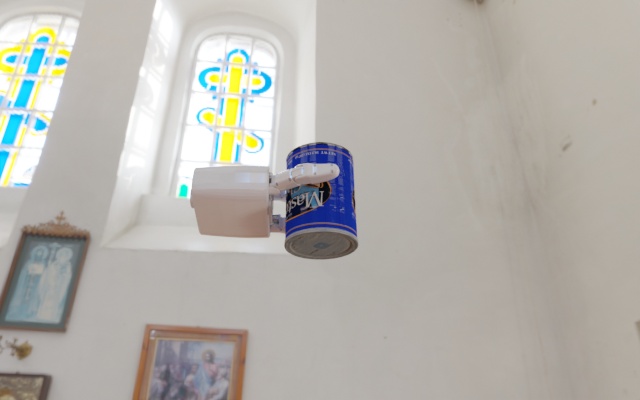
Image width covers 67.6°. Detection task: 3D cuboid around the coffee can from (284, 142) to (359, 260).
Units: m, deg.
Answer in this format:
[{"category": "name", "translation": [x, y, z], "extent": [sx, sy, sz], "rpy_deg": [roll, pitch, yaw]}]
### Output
[{"category": "coffee can", "translation": [0.000, 0.002, 0.690], "extent": [0.103, 0.140, 0.103], "rpy_deg": [-1, -27, 0]}]
